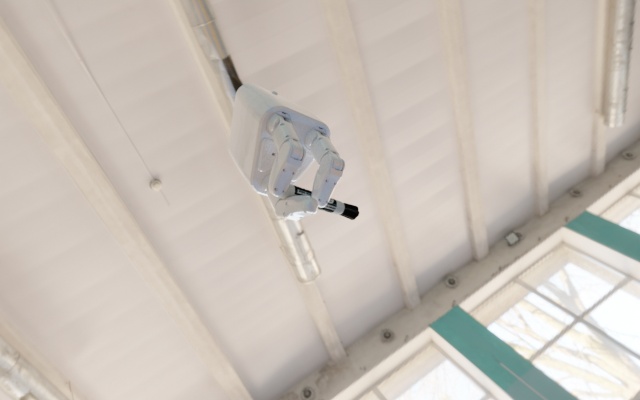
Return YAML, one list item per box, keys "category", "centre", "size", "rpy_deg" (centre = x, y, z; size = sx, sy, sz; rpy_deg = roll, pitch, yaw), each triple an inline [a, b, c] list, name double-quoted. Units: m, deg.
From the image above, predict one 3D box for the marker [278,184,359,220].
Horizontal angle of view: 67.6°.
- category: "marker"
  centre: [0.000, 0.002, 0.564]
  size: [0.121, 0.020, 0.020]
  rpy_deg: [18, -11, -37]
